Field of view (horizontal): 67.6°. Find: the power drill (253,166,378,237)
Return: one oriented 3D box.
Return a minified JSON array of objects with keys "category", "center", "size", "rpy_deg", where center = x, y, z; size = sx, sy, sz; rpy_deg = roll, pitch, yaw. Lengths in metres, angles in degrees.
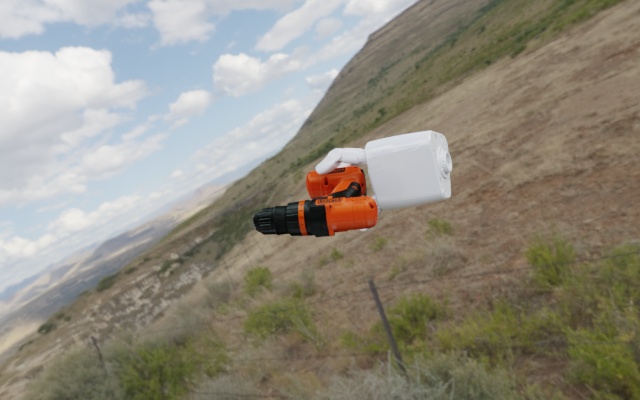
[{"category":"power drill","center":[0.000,0.002,0.758],"size":[0.184,0.057,0.187],"rpy_deg":[-4,21,9]}]
